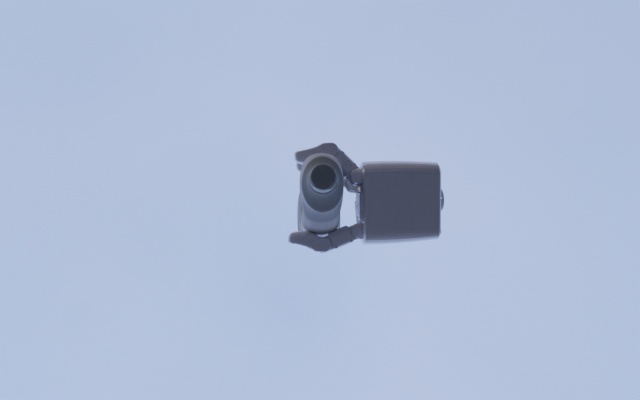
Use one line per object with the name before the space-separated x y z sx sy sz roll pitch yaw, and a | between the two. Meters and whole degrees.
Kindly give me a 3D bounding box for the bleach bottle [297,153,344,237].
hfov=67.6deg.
bleach bottle | 0.000 0.002 0.644 0.068 0.102 0.251 -1 -9 -2
